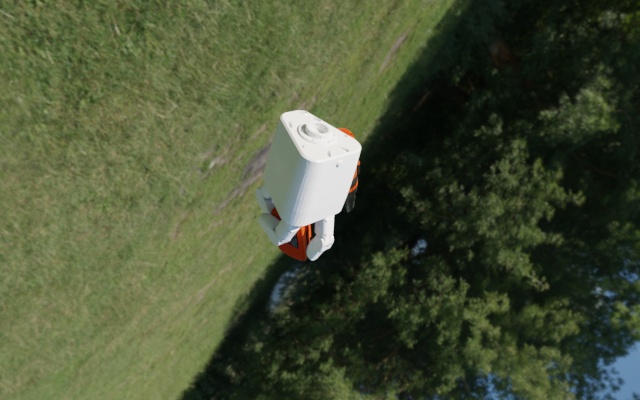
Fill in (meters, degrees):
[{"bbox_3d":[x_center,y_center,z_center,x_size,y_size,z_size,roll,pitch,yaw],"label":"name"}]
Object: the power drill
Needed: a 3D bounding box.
[{"bbox_3d":[0.000,0.003,0.763,0.057,0.187,0.185,20,-36,23],"label":"power drill"}]
